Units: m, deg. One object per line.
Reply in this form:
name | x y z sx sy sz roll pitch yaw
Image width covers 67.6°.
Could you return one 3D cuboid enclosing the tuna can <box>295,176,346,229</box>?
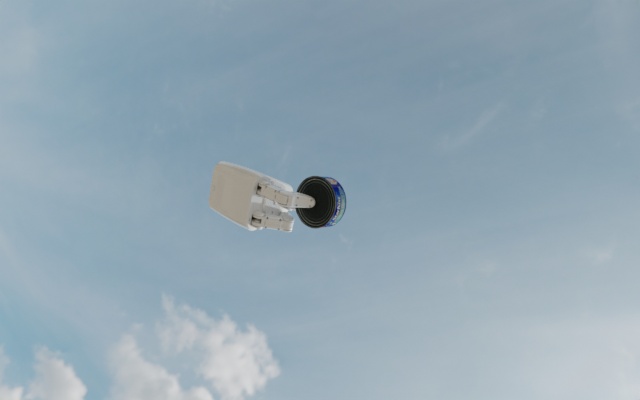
tuna can | 0.001 0.003 0.786 0.086 0.086 0.034 0 1 39
